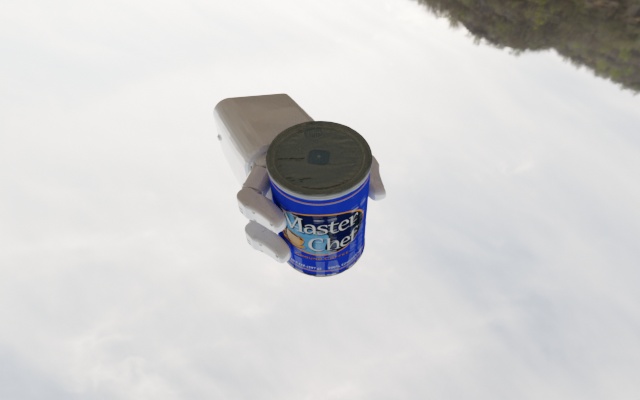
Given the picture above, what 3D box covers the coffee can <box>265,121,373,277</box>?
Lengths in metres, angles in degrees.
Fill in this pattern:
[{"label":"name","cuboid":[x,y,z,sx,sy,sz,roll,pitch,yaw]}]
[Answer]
[{"label":"coffee can","cuboid":[0.000,0.002,0.509,0.103,0.102,0.140,0,-40,2]}]
